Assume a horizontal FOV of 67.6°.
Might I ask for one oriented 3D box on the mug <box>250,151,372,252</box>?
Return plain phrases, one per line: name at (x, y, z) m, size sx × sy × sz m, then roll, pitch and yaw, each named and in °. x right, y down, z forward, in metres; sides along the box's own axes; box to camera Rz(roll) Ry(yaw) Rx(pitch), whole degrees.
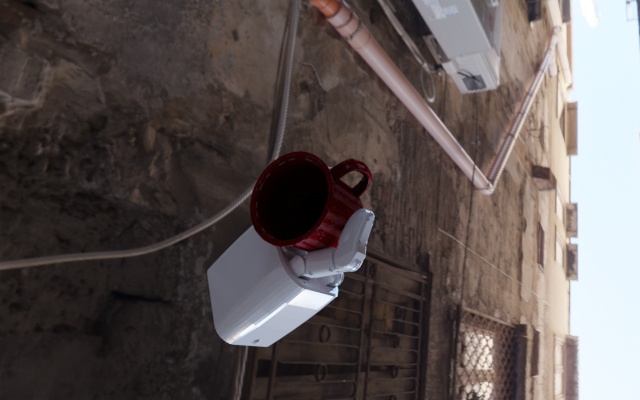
mug at (0.001, 0.001, 0.473) m, size 0.117 × 0.093 × 0.081 m, roll -39°, pitch -33°, yaw 14°
